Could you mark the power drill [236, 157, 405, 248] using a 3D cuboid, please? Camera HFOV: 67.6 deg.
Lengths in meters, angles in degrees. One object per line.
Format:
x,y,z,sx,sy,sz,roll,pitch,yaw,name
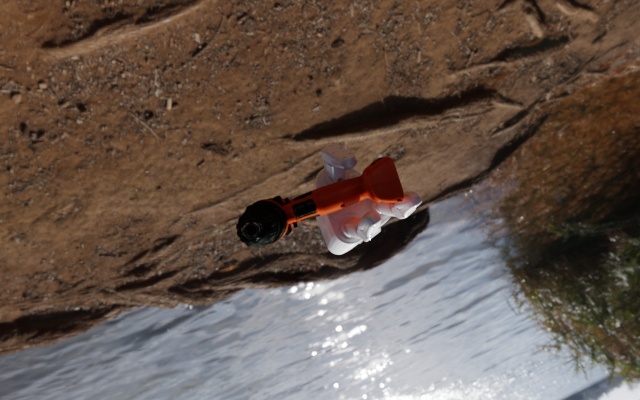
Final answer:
0.001,0.002,0.564,0.187,0.057,0.184,-17,4,5,power drill
